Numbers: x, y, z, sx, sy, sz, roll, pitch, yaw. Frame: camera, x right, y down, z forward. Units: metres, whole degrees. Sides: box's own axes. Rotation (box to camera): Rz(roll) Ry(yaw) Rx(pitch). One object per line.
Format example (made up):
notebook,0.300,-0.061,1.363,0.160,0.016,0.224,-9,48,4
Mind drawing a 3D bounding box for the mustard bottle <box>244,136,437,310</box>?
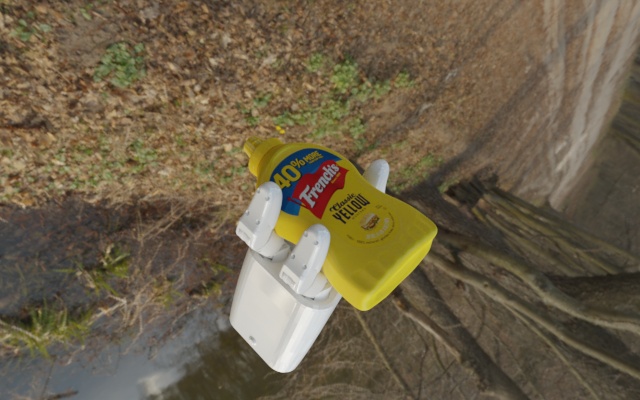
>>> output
mustard bottle,0.000,0.001,0.423,0.191,0.058,0.096,39,61,23
